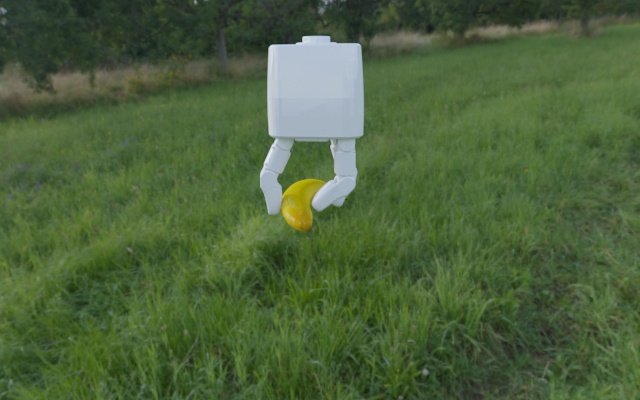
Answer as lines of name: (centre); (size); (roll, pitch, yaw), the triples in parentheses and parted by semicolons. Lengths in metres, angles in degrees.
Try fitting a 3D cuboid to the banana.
banana: (-0.017, -0.001, 0.646); (0.069, 0.037, 0.197); (8, 15, 16)
